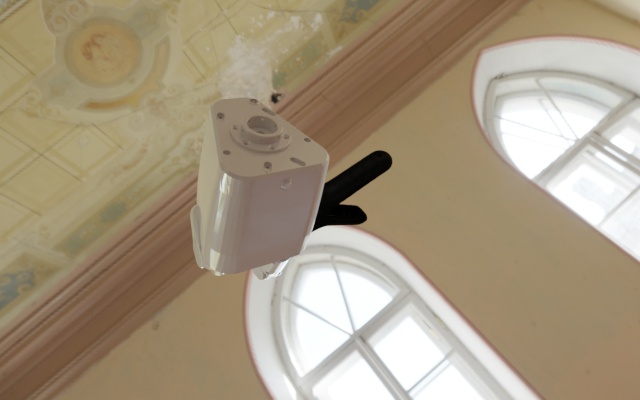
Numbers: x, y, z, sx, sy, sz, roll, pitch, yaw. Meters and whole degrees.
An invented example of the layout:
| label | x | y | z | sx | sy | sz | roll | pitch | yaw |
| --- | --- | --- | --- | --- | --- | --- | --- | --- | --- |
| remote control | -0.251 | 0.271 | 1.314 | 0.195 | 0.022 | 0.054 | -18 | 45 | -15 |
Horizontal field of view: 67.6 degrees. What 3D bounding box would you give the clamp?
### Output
| label | x | y | z | sx | sy | sz | roll | pitch | yaw |
| --- | --- | --- | --- | --- | --- | --- | --- | --- | --- |
| clamp | 0.000 | 0.001 | 0.508 | 0.171 | 0.120 | 0.039 | -16 | 53 | -33 |
